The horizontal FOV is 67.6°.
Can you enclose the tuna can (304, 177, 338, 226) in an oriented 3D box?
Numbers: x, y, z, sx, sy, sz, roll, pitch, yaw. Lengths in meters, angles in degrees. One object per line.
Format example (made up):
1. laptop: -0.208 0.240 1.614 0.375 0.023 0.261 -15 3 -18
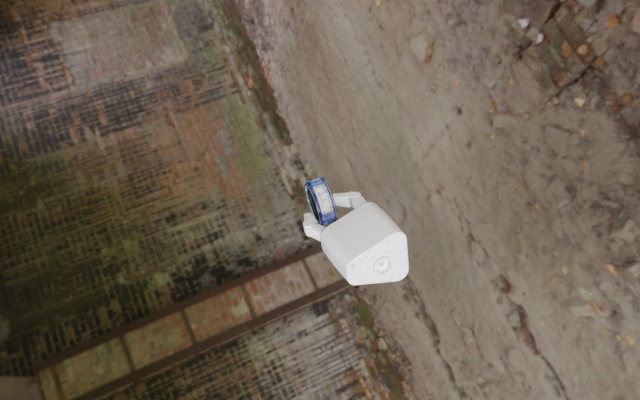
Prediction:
1. tuna can: 0.000 0.003 0.863 0.034 0.086 0.086 -18 3 -10
